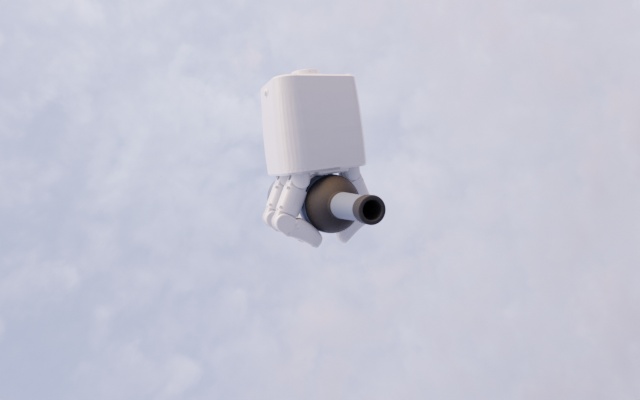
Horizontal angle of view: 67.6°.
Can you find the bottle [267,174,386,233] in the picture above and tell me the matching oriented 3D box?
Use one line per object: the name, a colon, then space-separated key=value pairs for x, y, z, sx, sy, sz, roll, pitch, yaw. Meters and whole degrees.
bottle: x=0.000 y=0.002 z=0.567 sx=0.069 sy=0.069 sz=0.295 roll=0 pitch=3 yaw=-18
